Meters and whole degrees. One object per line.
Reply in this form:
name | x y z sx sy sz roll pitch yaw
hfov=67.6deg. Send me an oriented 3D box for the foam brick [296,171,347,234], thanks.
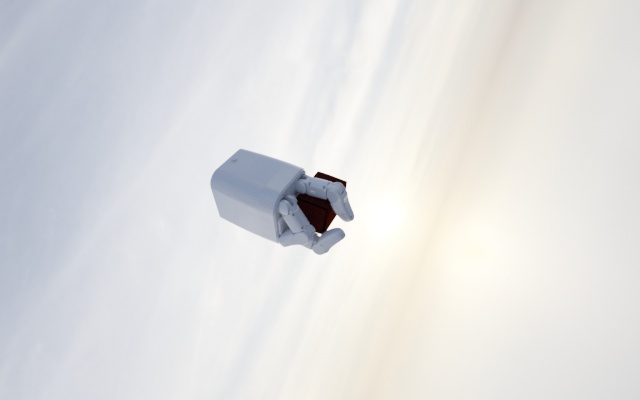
foam brick | 0.000 0.002 0.710 0.051 0.053 0.078 21 40 14
